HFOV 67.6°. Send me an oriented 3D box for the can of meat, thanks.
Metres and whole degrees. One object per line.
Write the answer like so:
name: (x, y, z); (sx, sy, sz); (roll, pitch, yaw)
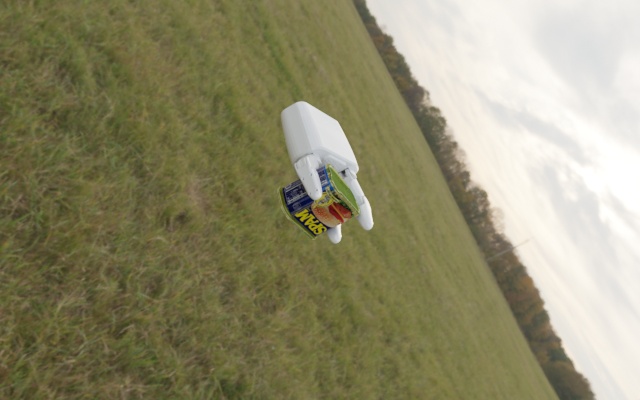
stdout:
can of meat: (0.000, 0.002, 0.696); (0.084, 0.057, 0.102); (-28, -39, 14)
